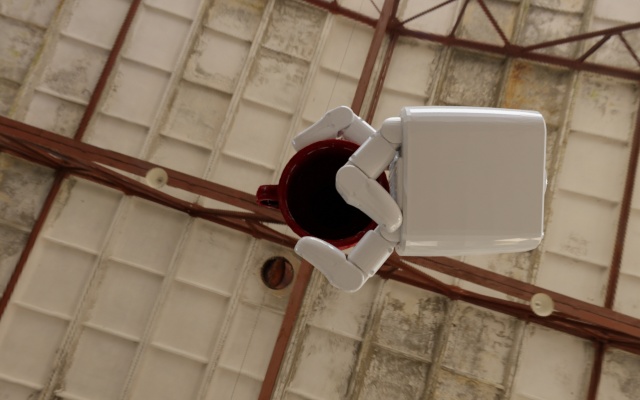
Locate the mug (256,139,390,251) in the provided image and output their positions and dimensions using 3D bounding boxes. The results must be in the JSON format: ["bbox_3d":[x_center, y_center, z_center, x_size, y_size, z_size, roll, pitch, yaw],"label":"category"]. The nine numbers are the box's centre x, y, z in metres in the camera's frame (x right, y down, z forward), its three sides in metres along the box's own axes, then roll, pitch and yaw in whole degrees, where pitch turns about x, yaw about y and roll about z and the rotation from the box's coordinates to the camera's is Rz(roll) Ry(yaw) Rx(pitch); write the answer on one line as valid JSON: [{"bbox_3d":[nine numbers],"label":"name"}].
[{"bbox_3d":[-0.001,0.002,0.434,0.117,0.093,0.081,1,-13,2],"label":"mug"}]
